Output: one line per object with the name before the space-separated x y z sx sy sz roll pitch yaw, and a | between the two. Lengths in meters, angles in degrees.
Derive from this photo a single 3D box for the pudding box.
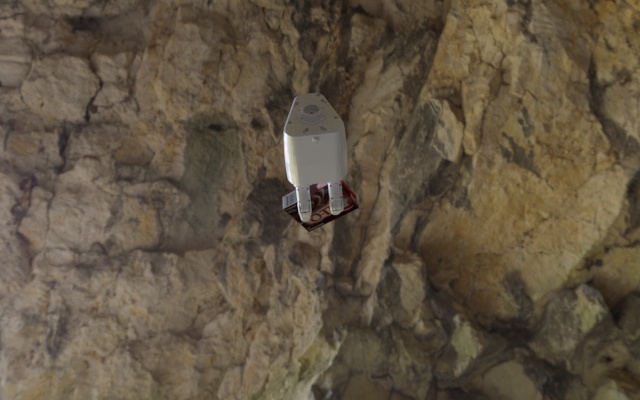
pudding box | 0.000 0.003 0.871 0.113 0.039 0.090 -25 -43 19
